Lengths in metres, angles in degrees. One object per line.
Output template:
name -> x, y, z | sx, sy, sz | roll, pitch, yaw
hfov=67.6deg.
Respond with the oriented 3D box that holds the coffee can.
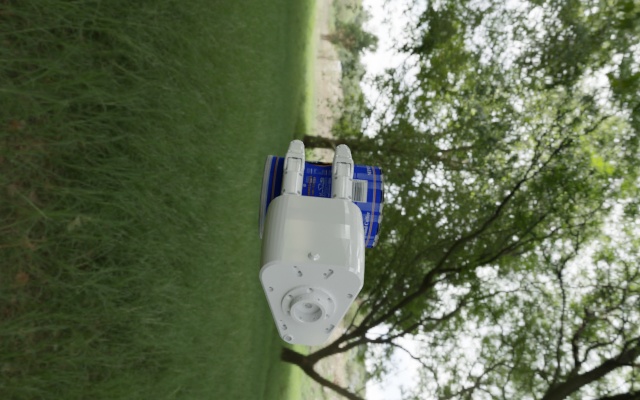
coffee can -> 0.000, 0.002, 0.588 | 0.140, 0.103, 0.103 | 5, 0, -2
